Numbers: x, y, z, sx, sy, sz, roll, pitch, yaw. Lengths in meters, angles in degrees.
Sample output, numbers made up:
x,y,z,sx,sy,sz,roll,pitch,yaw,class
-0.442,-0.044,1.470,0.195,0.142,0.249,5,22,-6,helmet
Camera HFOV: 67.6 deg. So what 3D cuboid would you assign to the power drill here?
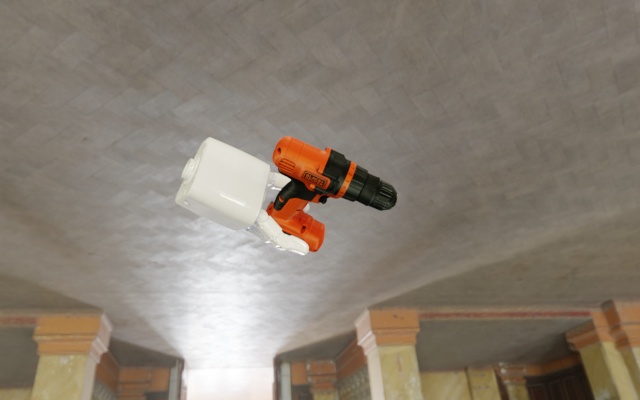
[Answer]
x,y,z,sx,sy,sz,roll,pitch,yaw,class
0.000,0.003,0.711,0.184,0.057,0.188,26,-42,-4,power drill
